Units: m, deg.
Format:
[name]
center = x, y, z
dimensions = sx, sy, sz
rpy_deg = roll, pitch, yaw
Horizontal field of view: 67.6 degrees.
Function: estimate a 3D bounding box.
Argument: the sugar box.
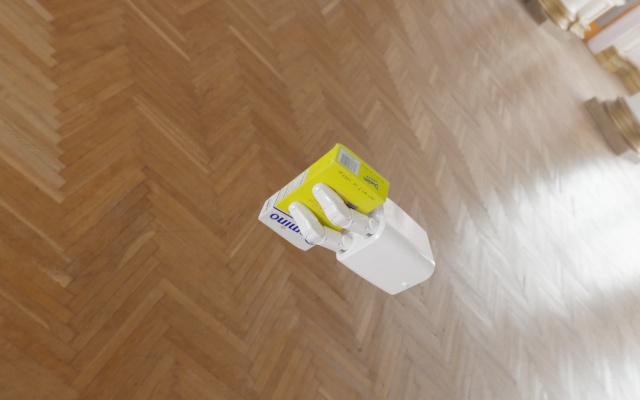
[sugar box]
center = 0.000, 0.003, 0.665
dimensions = 0.093, 0.048, 0.176
rpy_deg = 37, -48, -18
